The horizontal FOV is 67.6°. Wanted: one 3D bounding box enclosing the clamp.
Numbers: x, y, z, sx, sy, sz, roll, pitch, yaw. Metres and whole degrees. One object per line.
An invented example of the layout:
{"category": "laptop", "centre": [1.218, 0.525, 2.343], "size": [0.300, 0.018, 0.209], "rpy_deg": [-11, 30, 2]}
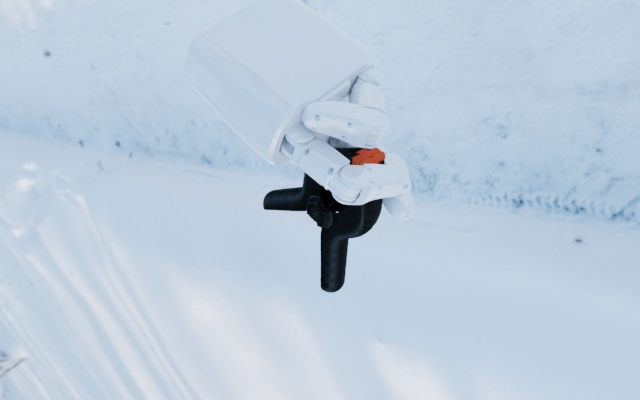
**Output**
{"category": "clamp", "centre": [0.000, 0.002, 0.430], "size": [0.039, 0.120, 0.172], "rpy_deg": [-35, -20, -39]}
